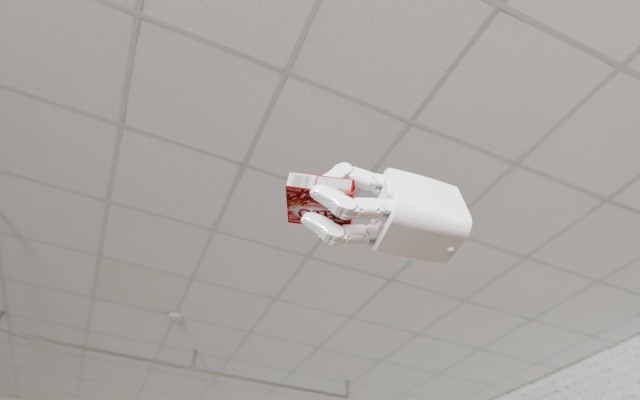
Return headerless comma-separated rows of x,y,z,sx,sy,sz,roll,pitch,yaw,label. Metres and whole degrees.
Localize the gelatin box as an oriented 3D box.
0.000,0.002,0.633,0.089,0.030,0.073,7,-42,6,gelatin box
